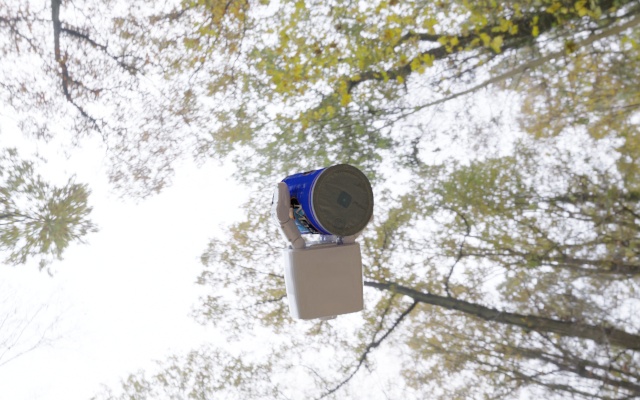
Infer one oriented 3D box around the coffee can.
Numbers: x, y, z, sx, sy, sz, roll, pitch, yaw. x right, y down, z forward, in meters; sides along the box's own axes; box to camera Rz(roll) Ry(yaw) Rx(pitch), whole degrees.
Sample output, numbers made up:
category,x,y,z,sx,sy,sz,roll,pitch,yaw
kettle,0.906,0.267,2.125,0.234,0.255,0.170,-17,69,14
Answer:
category,x,y,z,sx,sy,sz,roll,pitch,yaw
coffee can,0.000,0.002,0.730,0.103,0.103,0.140,0,-3,-30
